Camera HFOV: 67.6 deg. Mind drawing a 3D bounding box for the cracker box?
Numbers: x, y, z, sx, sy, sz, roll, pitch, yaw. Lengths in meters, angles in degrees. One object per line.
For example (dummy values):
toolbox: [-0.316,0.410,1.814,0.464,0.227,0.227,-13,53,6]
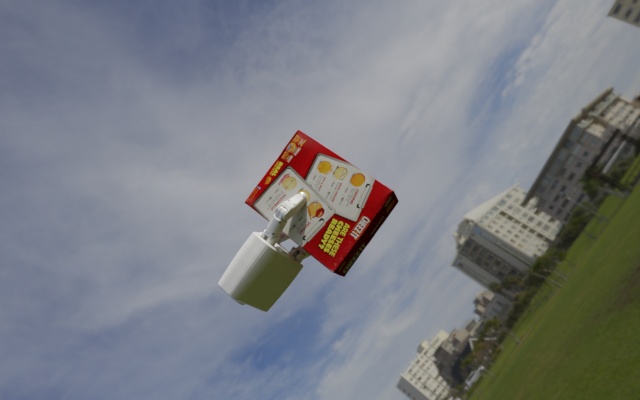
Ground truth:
cracker box: [0.000,0.003,0.825,0.213,0.164,0.072,35,-2,25]
